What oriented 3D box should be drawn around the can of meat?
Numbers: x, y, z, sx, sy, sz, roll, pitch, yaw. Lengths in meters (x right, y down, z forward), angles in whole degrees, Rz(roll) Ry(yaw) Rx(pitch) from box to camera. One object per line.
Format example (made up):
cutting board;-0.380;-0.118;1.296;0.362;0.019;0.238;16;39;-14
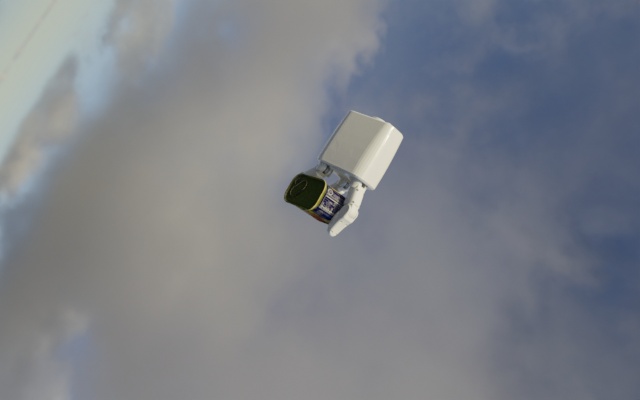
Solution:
can of meat;0.000;0.003;0.820;0.084;0.057;0.102;34;-9;-35
